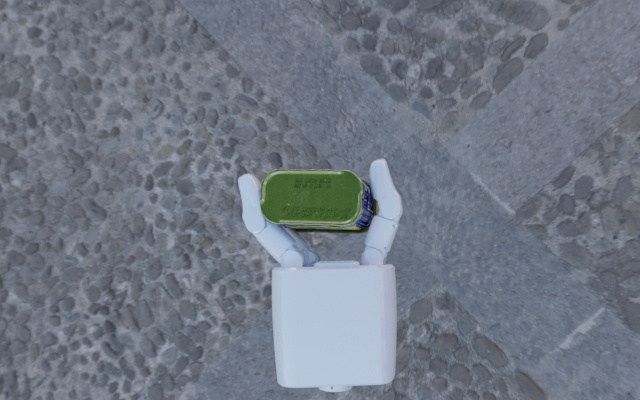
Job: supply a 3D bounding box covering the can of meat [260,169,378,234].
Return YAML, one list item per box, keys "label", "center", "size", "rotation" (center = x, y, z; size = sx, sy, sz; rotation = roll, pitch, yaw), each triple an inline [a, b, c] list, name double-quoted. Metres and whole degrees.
- label: "can of meat"
  center: [0.000, 0.001, 0.465]
  size: [0.102, 0.057, 0.084]
  rotation: [1, -6, 14]
